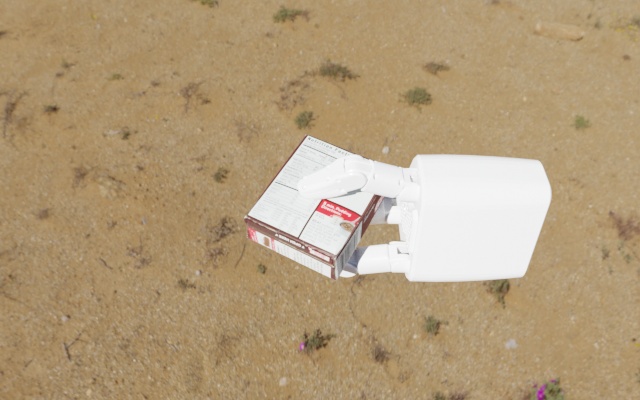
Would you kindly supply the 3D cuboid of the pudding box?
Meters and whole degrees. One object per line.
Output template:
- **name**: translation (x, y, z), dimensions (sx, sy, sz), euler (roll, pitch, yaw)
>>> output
- **pudding box**: translation (0.000, 0.001, 0.424), dimensions (0.090, 0.113, 0.039), euler (23, -35, 17)
